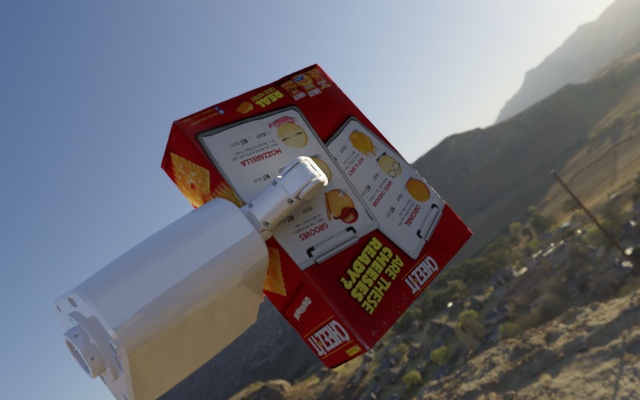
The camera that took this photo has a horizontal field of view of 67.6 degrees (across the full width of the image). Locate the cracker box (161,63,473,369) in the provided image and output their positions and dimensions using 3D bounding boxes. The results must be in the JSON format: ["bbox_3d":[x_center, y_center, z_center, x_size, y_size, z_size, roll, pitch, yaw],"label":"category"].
[{"bbox_3d":[0.000,0.001,0.403,0.164,0.213,0.072,-35,-9,-39],"label":"cracker box"}]
